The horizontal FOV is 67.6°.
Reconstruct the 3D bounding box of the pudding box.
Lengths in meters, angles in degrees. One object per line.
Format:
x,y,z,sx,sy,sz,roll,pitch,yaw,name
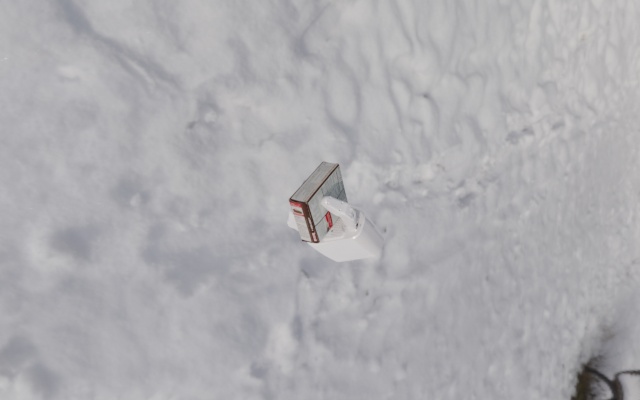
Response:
0.000,0.003,0.795,0.039,0.090,0.113,8,41,30,pudding box
